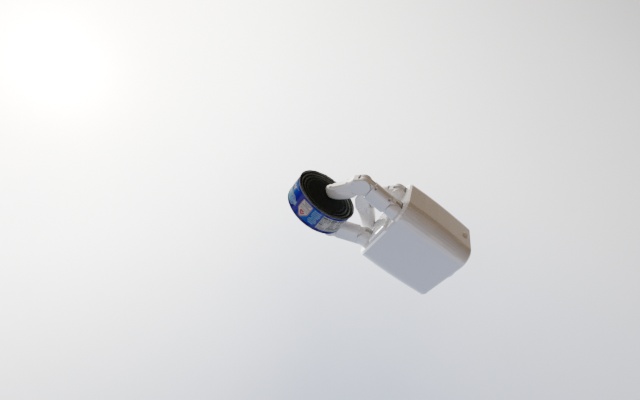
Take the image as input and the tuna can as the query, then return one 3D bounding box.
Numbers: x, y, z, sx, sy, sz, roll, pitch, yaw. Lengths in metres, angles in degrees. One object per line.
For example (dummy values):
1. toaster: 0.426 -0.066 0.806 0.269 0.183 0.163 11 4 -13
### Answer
1. tuna can: 0.000 0.002 0.627 0.086 0.086 0.034 0 -41 -48
